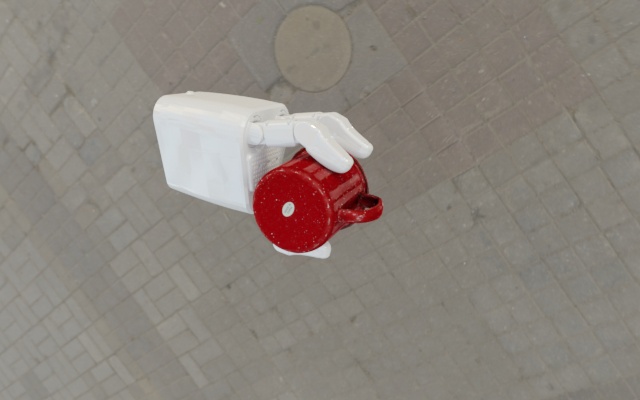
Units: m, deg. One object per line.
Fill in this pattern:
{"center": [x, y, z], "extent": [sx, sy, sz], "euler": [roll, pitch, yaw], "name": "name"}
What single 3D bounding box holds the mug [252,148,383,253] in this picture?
{"center": [0.001, 0.002, 0.447], "extent": [0.117, 0.093, 0.081], "euler": [13, 22, 20], "name": "mug"}
